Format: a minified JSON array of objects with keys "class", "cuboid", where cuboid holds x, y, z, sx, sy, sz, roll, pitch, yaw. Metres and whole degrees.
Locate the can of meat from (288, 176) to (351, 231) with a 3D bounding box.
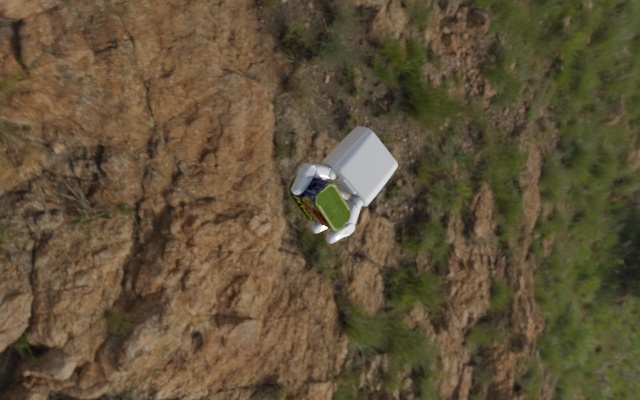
[{"class":"can of meat","cuboid":[0.000,0.003,0.875,0.084,0.057,0.102,22,-27,49]}]
